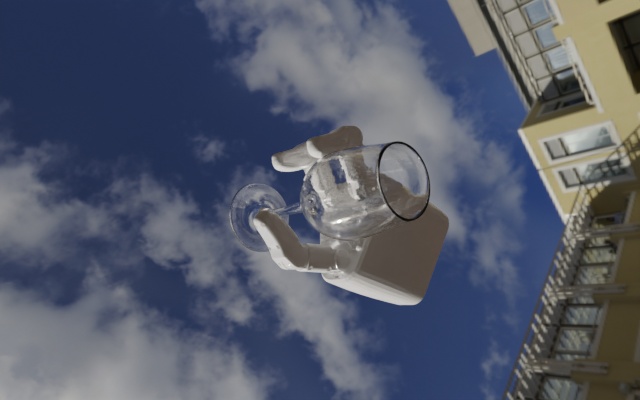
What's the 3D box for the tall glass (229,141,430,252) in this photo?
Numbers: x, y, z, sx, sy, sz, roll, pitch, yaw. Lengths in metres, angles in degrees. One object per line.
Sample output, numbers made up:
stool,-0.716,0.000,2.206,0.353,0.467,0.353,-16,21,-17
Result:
tall glass,-0.001,0.002,0.434,0.079,0.079,0.201,0,-10,-41
